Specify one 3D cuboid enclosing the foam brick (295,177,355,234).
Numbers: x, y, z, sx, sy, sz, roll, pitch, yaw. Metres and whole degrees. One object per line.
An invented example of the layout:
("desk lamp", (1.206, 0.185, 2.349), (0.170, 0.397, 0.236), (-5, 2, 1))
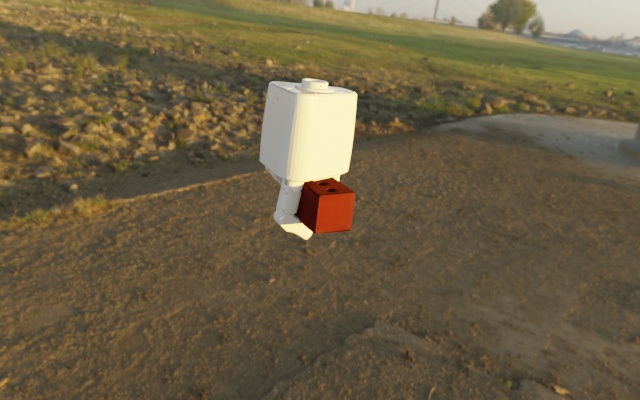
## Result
("foam brick", (0.000, 0.002, 0.605), (0.053, 0.051, 0.078), (-4, 24, -30))
